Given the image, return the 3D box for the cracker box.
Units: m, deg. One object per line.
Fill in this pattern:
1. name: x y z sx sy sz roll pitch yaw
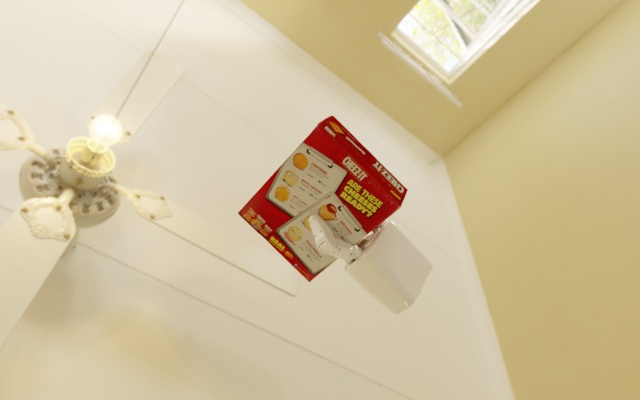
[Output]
1. cracker box: 0.000 0.003 0.735 0.214 0.164 0.072 -44 3 31
